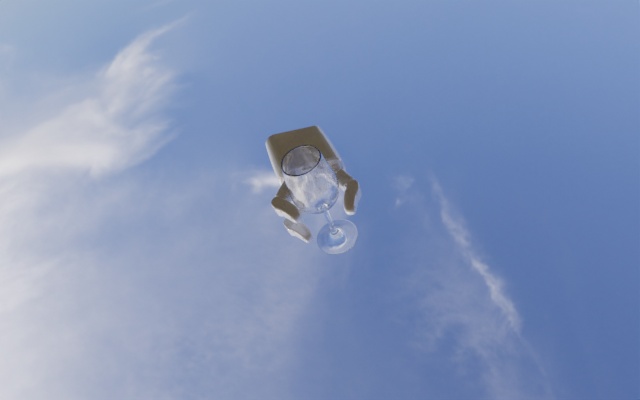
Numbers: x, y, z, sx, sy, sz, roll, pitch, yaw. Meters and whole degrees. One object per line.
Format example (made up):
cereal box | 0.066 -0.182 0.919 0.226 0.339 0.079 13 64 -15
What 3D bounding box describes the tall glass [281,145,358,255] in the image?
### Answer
tall glass | 0.000 0.003 0.762 0.079 0.079 0.201 0 -38 21
